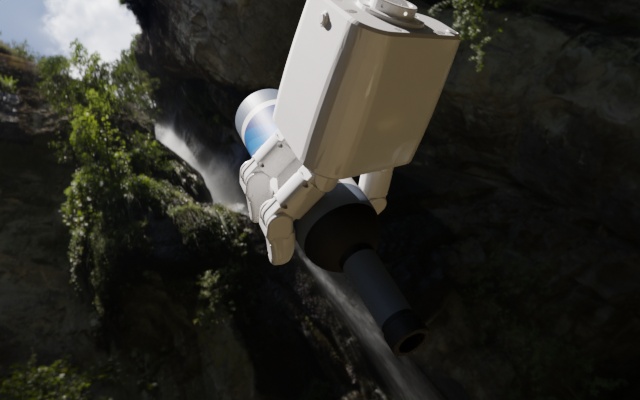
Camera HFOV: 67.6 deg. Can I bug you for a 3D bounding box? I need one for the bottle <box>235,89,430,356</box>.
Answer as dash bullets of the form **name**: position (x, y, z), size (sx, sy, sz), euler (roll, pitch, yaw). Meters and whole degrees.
- **bottle**: position (0.000, 0.001, 0.404), size (0.069, 0.069, 0.295), euler (0, 37, -30)
